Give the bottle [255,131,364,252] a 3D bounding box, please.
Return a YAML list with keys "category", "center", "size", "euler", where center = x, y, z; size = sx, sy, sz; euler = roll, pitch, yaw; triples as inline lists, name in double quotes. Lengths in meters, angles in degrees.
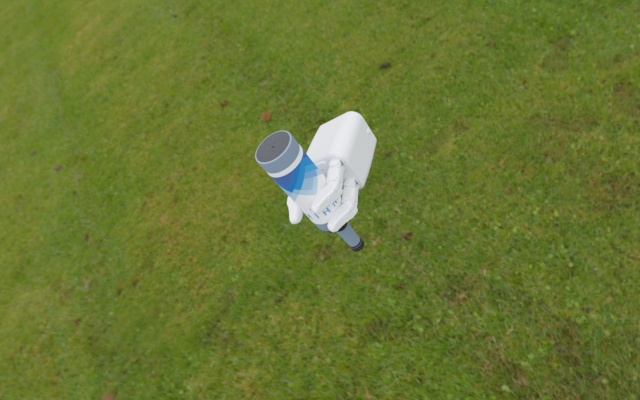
- category: "bottle"
  center: [0.000, 0.003, 0.822]
  size: [0.069, 0.069, 0.296]
  euler: [0, -35, 37]
